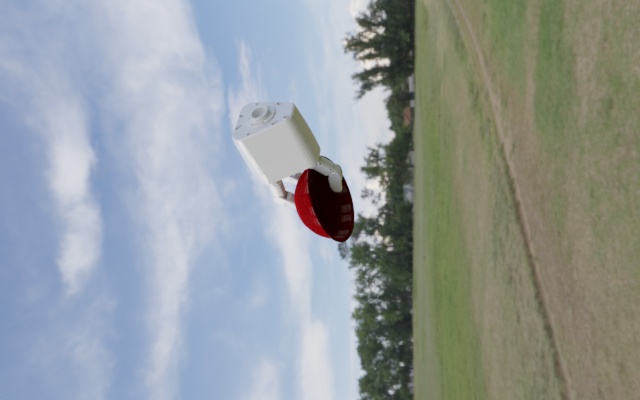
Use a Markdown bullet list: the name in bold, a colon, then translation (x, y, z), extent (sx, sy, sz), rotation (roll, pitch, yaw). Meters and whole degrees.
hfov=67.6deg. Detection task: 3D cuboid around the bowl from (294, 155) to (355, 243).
- **bowl**: translation (0.000, 0.004, 0.870), extent (0.055, 0.162, 0.162), rotation (-18, -9, 29)
